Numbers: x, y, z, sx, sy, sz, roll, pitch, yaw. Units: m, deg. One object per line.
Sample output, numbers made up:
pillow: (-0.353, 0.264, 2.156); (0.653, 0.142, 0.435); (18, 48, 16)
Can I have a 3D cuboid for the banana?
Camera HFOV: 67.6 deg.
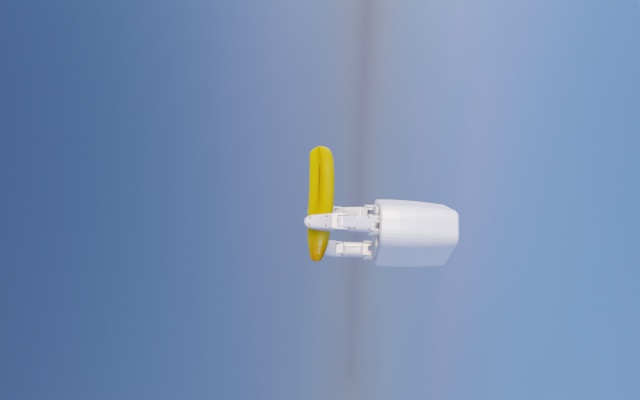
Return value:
banana: (0.001, -0.011, 0.693); (0.037, 0.197, 0.070); (2, -35, -2)
